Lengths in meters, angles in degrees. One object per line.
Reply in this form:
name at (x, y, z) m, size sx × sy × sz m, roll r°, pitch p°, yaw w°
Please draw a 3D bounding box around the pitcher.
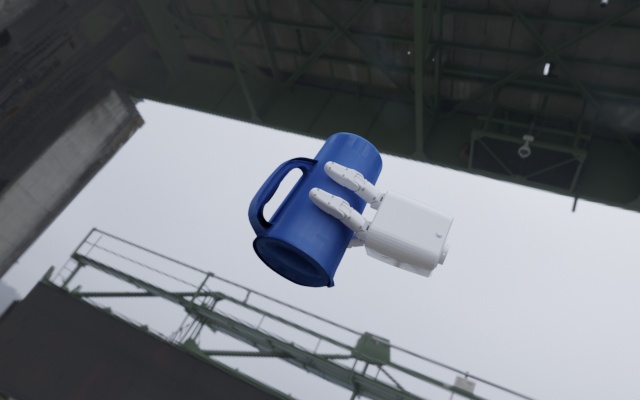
pitcher at (0.000, 0.003, 0.756) m, size 0.145 × 0.242 × 0.149 m, roll 21°, pitch -30°, yaw 16°
